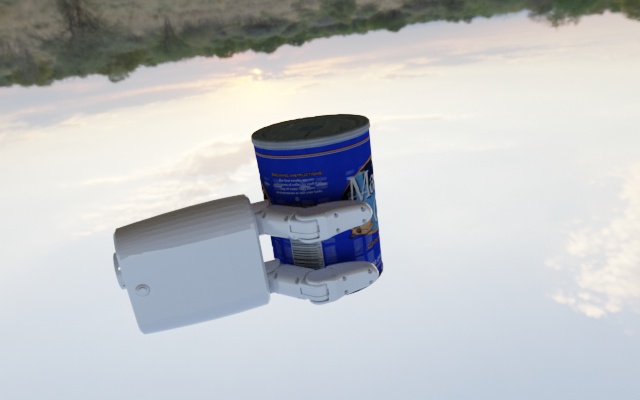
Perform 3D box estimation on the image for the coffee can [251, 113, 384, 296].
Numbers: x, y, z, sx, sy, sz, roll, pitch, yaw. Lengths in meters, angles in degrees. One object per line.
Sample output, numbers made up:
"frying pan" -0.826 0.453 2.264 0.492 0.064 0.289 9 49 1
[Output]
"coffee can" 0.000 0.001 0.431 0.103 0.140 0.102 -7 20 3
